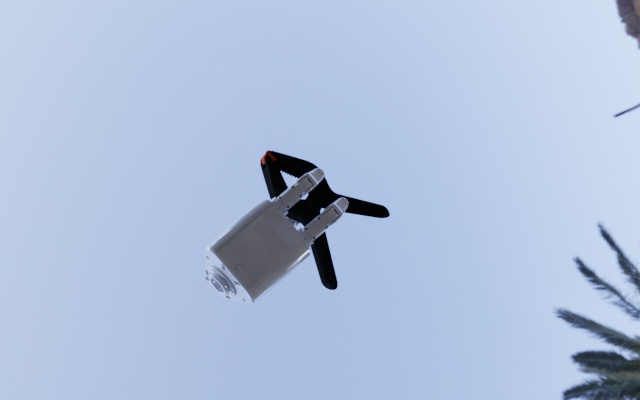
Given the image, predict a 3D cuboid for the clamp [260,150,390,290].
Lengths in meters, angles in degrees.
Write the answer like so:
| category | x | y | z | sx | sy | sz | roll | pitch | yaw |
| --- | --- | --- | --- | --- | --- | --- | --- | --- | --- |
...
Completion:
| category | x | y | z | sx | sy | sz | roll | pitch | yaw |
| --- | --- | --- | --- | --- | --- | --- | --- | --- | --- |
| clamp | -0.001 | 0.002 | 0.700 | 0.164 | 0.210 | 0.036 | -41 | 2 | -33 |
